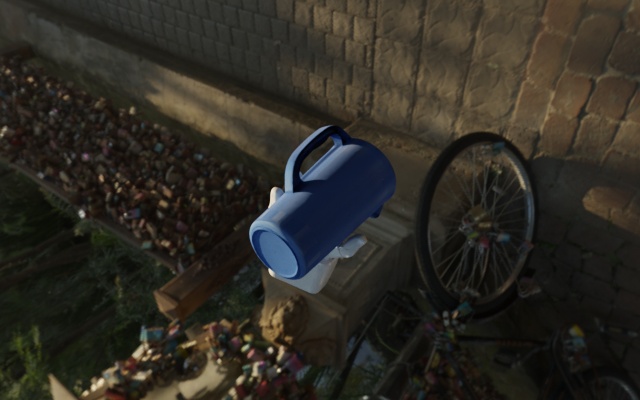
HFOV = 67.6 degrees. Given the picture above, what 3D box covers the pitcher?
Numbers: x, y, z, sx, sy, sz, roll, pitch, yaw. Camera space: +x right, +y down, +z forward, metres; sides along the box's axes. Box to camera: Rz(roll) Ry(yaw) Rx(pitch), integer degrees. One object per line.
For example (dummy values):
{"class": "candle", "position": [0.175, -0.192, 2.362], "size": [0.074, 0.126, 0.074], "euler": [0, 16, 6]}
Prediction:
{"class": "pitcher", "position": [0.000, 0.003, 0.754], "size": [0.149, 0.145, 0.242], "euler": [36, 51, 15]}
